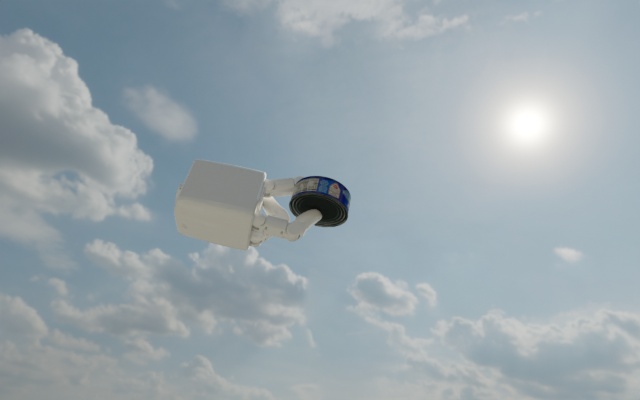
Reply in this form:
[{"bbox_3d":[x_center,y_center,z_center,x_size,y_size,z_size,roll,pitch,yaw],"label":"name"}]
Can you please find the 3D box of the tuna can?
[{"bbox_3d":[0.000,0.002,0.685,0.086,0.033,0.086,10,-33,6],"label":"tuna can"}]
